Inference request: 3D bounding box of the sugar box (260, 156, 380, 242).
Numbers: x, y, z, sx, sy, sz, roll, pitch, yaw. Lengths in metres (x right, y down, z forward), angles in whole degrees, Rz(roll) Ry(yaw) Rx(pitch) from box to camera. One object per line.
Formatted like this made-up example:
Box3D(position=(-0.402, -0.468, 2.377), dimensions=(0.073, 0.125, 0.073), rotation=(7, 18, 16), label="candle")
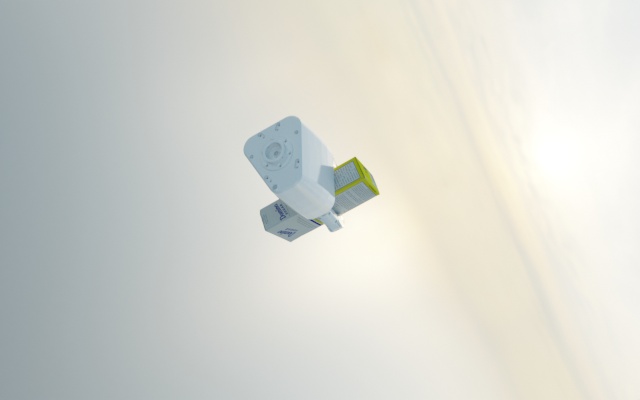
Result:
Box3D(position=(0.000, 0.002, 0.757), dimensions=(0.176, 0.048, 0.093), rotation=(-26, -25, 14), label="sugar box")
